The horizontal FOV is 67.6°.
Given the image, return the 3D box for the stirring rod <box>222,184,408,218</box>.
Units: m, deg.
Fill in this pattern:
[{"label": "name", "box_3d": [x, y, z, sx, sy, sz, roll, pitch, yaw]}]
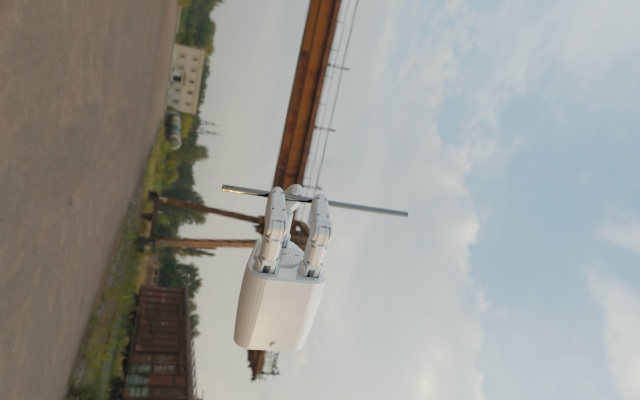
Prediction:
[{"label": "stirring rod", "box_3d": [0.000, 0.002, 0.587, 0.239, 0.011, 0.011, 8, -3, -19]}]
